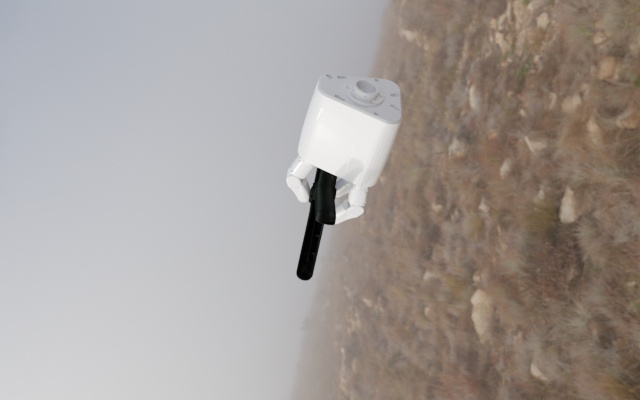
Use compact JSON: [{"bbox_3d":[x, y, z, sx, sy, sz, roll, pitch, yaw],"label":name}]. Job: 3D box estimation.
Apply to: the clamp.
[{"bbox_3d":[-0.001,0.002,0.695,0.036,0.209,0.165,14,-44,-6],"label":"clamp"}]
